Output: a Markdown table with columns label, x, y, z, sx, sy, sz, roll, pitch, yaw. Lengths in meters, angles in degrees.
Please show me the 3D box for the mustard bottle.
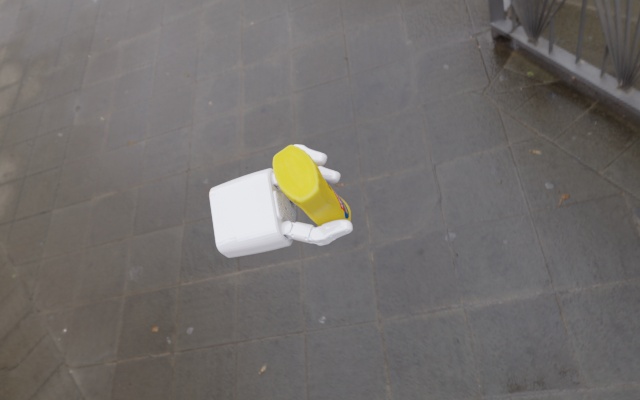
| label | x | y | z | sx | sy | sz | roll | pitch | yaw |
| --- | --- | --- | --- | --- | --- | --- | --- | --- | --- |
| mustard bottle | 0.000 | 0.002 | 0.709 | 0.058 | 0.096 | 0.192 | -36 | -34 | 3 |
